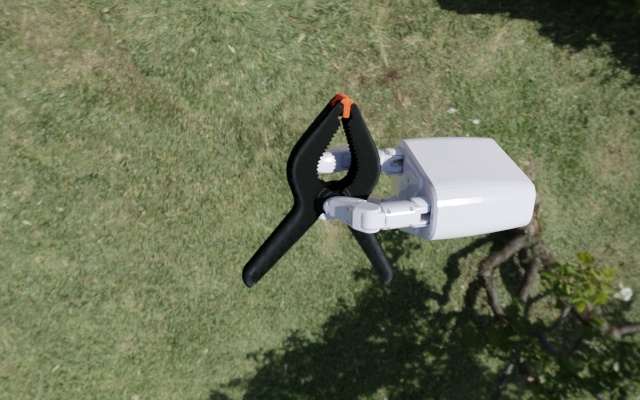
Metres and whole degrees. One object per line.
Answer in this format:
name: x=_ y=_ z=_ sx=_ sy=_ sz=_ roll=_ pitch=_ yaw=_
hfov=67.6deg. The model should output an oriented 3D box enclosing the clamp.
clamp: x=0.001 y=0.001 z=0.476 sx=0.164 sy=0.210 sz=0.036 roll=-5 pitch=24 yaw=-13
